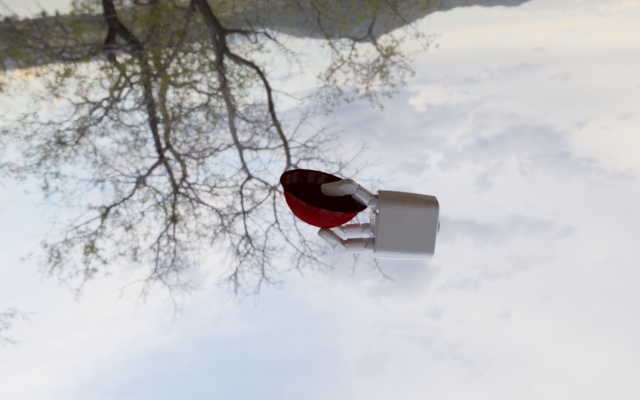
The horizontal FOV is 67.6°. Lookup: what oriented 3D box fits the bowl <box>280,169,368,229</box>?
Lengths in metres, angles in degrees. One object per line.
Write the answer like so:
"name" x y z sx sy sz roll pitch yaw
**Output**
"bowl" -0.001 0.003 0.843 0.162 0.055 0.162 15 24 -7
